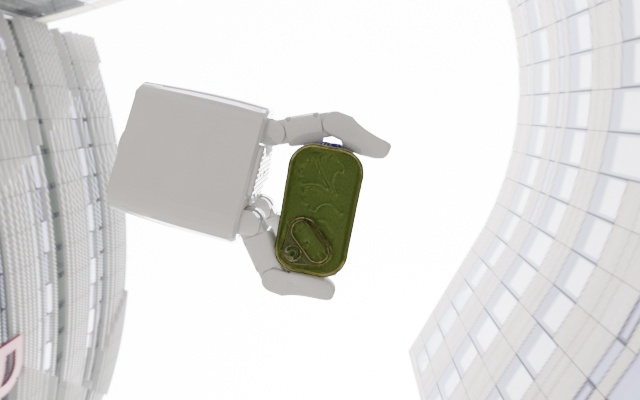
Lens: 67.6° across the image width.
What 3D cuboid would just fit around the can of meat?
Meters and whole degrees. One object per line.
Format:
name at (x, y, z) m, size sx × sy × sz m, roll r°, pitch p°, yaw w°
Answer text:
can of meat at (0.000, 0.001, 0.402) m, size 0.057 × 0.102 × 0.084 m, roll 10°, pitch 11°, yaw 1°
